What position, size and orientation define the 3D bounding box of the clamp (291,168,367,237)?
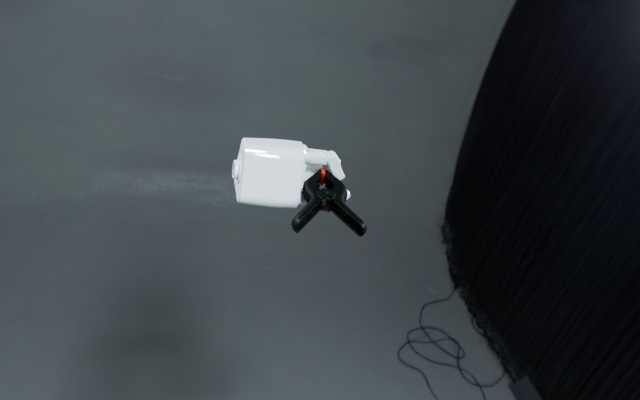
[{"bbox_3d":[0.000,0.002,0.810,0.120,0.039,0.171,4,33,-18],"label":"clamp"}]
